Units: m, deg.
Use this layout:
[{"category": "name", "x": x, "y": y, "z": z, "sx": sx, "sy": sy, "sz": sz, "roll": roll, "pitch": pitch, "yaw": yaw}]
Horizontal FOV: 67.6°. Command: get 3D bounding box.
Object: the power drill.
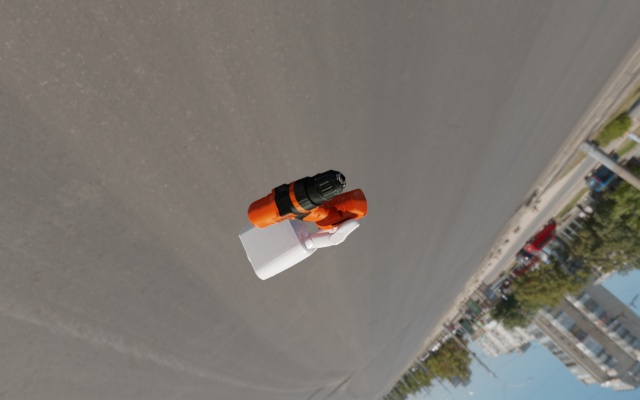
[{"category": "power drill", "x": 0.000, "y": 0.003, "z": 0.797, "sx": 0.184, "sy": 0.057, "sz": 0.188, "roll": -20, "pitch": -18, "yaw": 32}]
